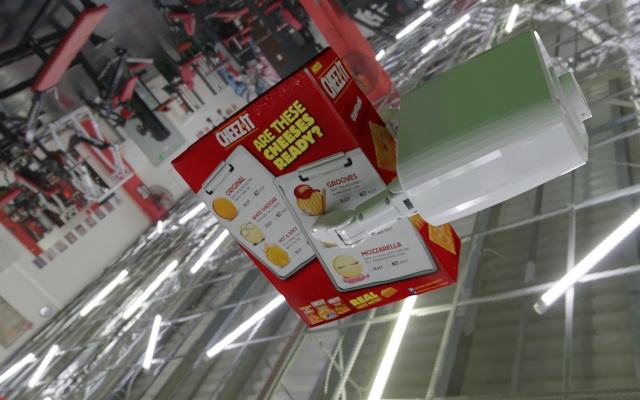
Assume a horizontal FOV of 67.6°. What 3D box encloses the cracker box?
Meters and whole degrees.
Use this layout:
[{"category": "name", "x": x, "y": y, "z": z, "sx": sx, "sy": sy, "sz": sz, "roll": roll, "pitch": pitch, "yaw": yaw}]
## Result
[{"category": "cracker box", "x": 0.000, "y": 0.002, "z": 0.428, "sx": 0.164, "sy": 0.214, "sz": 0.072, "roll": -26, "pitch": 20, "yaw": 32}]
